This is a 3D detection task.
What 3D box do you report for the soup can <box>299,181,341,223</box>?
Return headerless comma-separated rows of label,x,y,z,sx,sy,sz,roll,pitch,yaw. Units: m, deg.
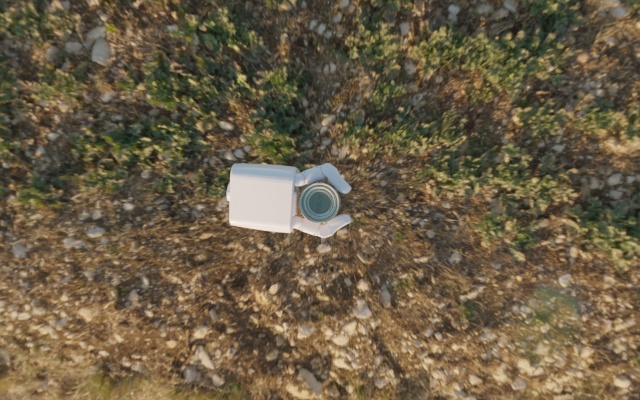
soup can,0.001,0.003,0.804,0.068,0.068,0.102,0,0,2
